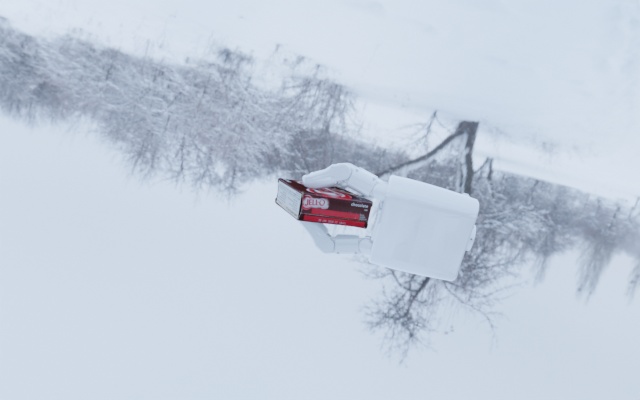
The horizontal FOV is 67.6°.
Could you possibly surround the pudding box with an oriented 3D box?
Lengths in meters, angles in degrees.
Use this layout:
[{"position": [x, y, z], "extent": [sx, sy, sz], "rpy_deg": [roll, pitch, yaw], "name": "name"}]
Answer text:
[{"position": [0.000, 0.002, 0.596], "extent": [0.090, 0.039, 0.113], "rpy_deg": [9, 6, -21], "name": "pudding box"}]
